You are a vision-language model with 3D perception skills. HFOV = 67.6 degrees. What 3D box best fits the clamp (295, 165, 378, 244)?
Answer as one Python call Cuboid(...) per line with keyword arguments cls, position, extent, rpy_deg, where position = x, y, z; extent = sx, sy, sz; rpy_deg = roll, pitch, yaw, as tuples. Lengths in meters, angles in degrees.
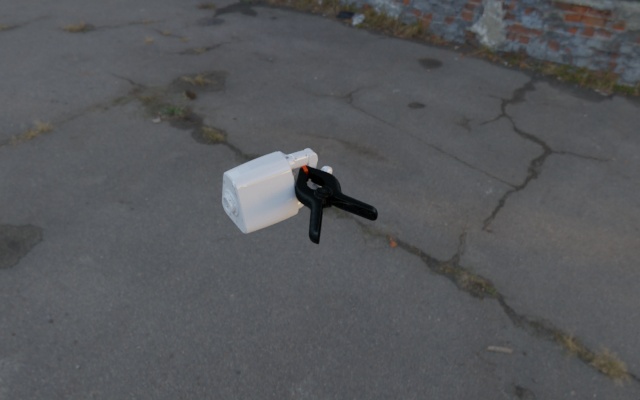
Cuboid(cls="clamp", position=(0.000, 0.002, 0.803), extent=(0.120, 0.039, 0.171), rpy_deg=(-24, 45, -27))
